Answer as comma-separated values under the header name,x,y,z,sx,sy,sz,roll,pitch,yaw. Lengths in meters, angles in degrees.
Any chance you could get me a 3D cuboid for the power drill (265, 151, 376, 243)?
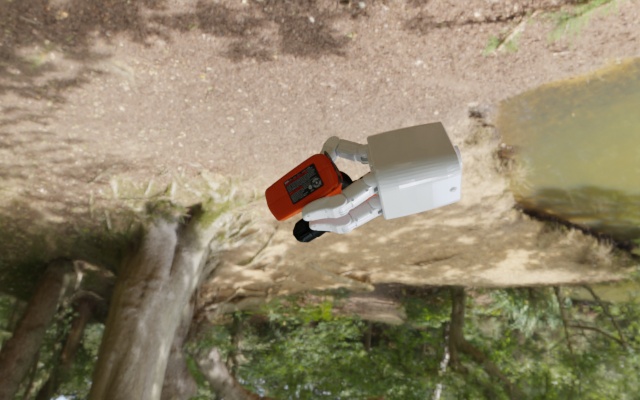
name,x,y,z,sx,sy,sz,roll,pitch,yaw
power drill,0.000,0.002,0.703,0.184,0.057,0.188,-35,-20,18
